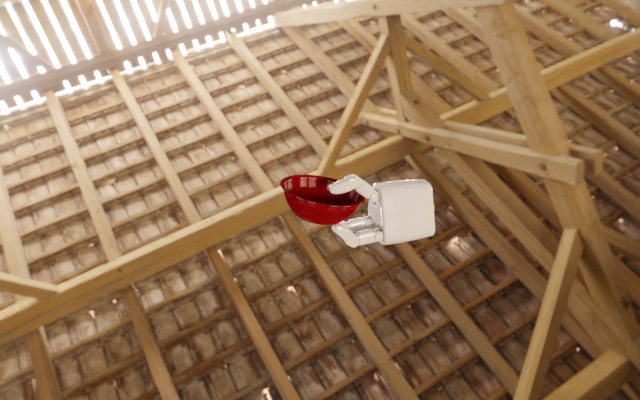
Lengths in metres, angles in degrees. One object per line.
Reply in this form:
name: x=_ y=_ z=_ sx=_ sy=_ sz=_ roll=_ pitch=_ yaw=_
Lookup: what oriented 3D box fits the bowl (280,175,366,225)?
bowl: x=-0.001 y=0.003 z=0.897 sx=0.162 sy=0.055 sz=0.162 roll=10 pitch=20 yaw=-4
